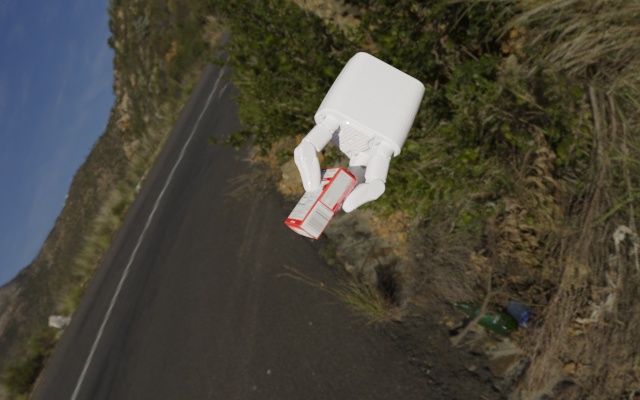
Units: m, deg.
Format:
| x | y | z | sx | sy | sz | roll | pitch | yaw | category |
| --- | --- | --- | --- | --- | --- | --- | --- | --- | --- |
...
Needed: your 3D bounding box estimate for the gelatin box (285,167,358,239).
| x | y | z | sx | sy | sz | roll | pitch | yaw | category |
| --- | --- | --- | --- | --- | --- | --- | --- | --- | --- |
| 0.000 | 0.002 | 0.584 | 0.030 | 0.089 | 0.073 | 38 | -10 | -15 | gelatin box |
